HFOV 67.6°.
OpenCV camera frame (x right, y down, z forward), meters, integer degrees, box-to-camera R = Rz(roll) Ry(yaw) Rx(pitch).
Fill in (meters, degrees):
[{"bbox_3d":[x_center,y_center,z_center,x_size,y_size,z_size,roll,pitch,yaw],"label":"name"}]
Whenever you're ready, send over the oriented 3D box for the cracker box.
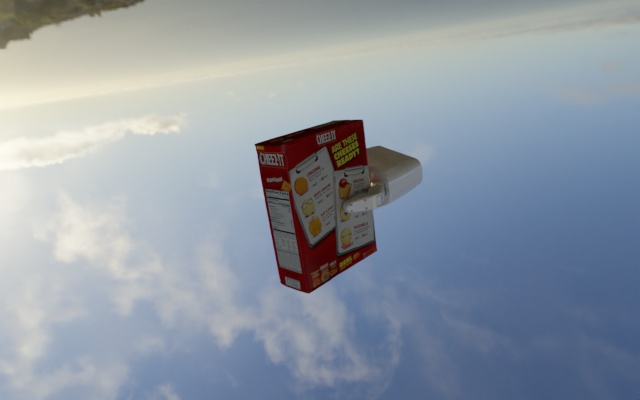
[{"bbox_3d":[0.000,0.002,0.701,0.072,0.214,0.164,7,23,43],"label":"cracker box"}]
